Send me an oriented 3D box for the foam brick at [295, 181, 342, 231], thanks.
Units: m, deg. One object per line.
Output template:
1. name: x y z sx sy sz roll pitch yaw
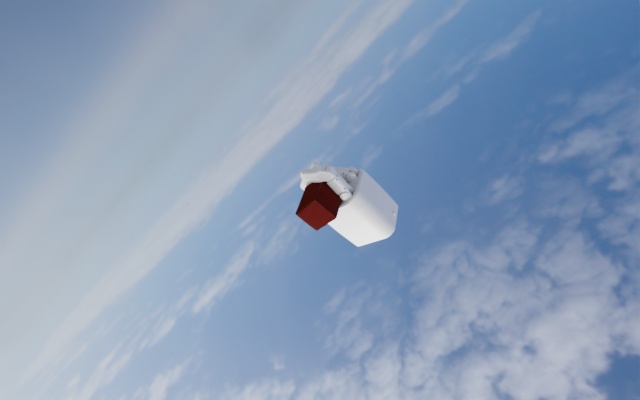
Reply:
1. foam brick: 0.000 0.003 0.826 0.053 0.051 0.078 -34 23 35
